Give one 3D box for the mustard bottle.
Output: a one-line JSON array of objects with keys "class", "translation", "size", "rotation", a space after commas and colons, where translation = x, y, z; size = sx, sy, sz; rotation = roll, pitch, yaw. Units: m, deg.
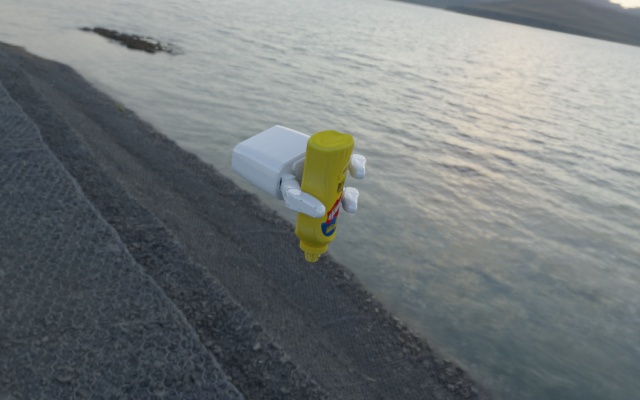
[{"class": "mustard bottle", "translation": [0.000, 0.002, 0.677], "size": [0.058, 0.192, 0.096], "rotation": [16, 25, 13]}]
